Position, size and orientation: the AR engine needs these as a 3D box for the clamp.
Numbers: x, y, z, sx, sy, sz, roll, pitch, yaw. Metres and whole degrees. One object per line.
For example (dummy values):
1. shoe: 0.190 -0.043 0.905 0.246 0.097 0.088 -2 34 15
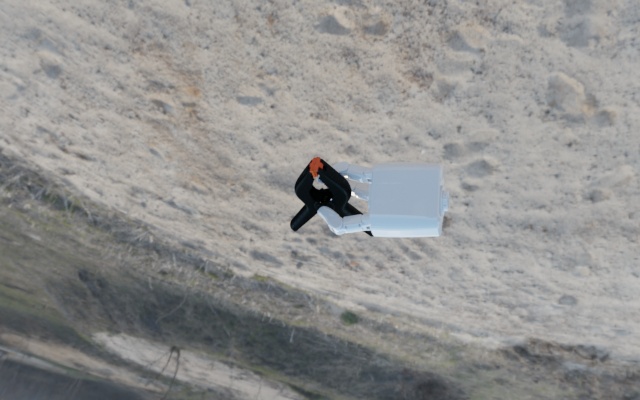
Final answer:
1. clamp: 0.000 0.003 0.814 0.164 0.036 0.210 -2 -34 19
